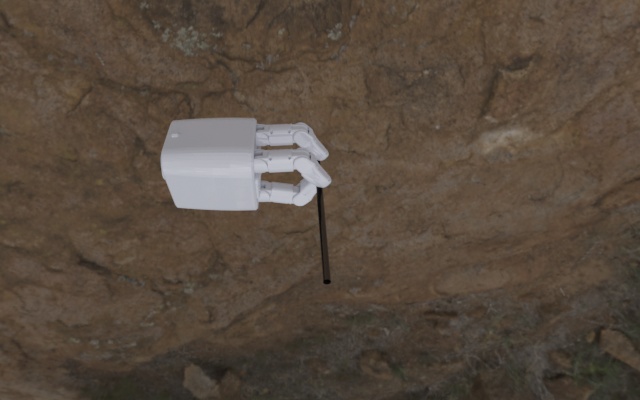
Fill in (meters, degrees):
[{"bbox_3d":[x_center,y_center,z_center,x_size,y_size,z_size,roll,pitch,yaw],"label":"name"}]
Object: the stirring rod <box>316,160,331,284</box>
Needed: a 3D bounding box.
[{"bbox_3d":[0.000,0.002,0.570,0.011,0.011,0.239,0,42,-4],"label":"stirring rod"}]
